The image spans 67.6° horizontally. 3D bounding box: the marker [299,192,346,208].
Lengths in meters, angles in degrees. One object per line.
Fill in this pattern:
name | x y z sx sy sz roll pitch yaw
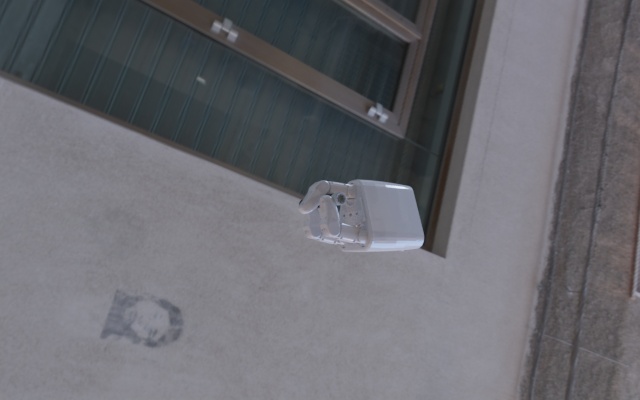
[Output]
marker | 0.000 0.002 0.732 0.020 0.020 0.121 0 -5 -29
